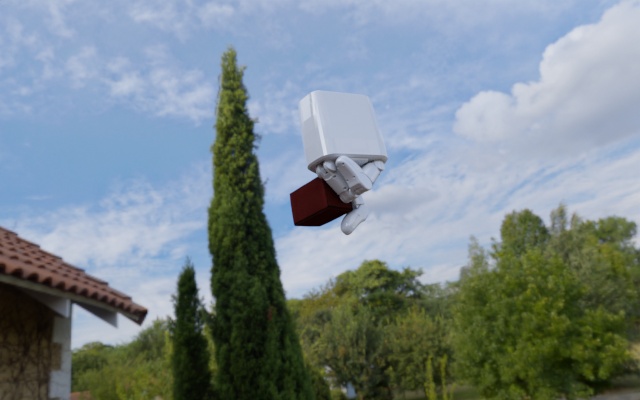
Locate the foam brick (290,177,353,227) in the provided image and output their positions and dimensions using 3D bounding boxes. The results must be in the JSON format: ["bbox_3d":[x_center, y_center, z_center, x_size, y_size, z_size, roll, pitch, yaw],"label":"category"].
[{"bbox_3d":[0.000,0.002,0.703,0.053,0.051,0.078,6,-25,-43],"label":"foam brick"}]
